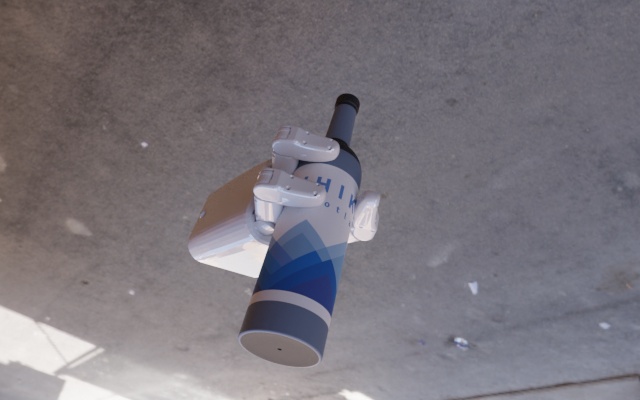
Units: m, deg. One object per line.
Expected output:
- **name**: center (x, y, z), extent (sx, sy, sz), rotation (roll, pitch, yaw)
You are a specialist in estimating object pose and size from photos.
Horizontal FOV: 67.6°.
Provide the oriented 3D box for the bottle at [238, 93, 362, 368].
- **bottle**: center (0.000, 0.002, 0.451), extent (0.069, 0.295, 0.069), rotation (10, -38, 8)
